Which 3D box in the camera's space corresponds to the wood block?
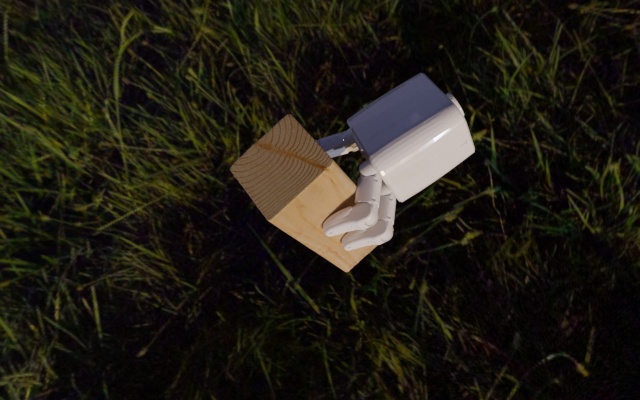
[{"bbox_3d":[0.000,0.001,0.569,0.090,0.090,0.206,50,5,34],"label":"wood block"}]
